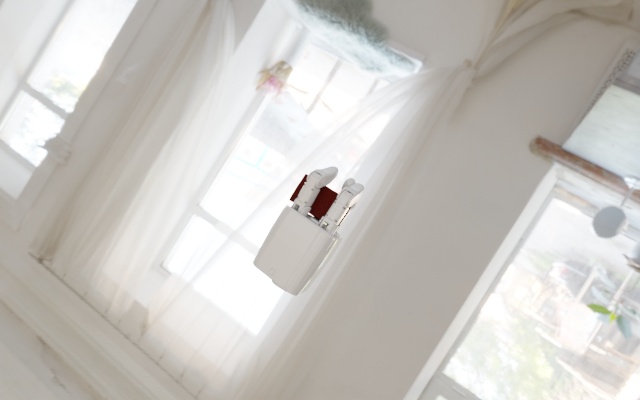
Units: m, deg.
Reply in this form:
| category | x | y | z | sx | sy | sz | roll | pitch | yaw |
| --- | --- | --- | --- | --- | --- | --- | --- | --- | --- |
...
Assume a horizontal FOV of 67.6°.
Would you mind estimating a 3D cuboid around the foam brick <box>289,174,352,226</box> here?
| category | x | y | z | sx | sy | sz | roll | pitch | yaw |
| --- | --- | --- | --- | --- | --- | --- | --- | --- | --- |
| foam brick | 0.000 | 0.002 | 0.753 | 0.078 | 0.051 | 0.053 | 33 | -1 | 27 |
